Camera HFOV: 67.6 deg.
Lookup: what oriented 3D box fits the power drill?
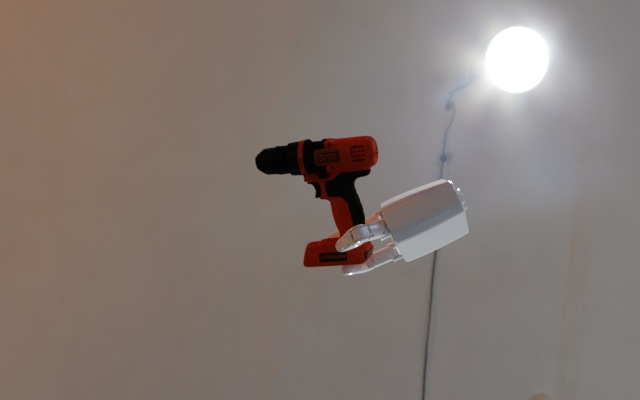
[{"bbox_3d":[0.000,0.003,0.705,0.184,0.188,0.057,-4,11,18],"label":"power drill"}]
